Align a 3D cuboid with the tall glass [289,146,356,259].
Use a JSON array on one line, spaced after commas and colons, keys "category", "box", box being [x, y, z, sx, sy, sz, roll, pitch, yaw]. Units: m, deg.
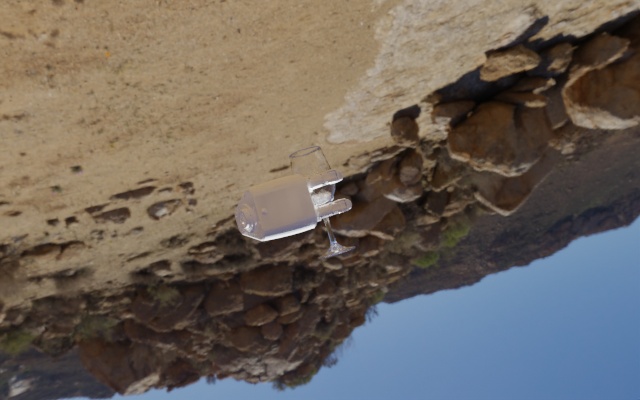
[{"category": "tall glass", "box": [0.000, 0.004, 0.890, 0.079, 0.201, 0.079, -17, -3, -1]}]
